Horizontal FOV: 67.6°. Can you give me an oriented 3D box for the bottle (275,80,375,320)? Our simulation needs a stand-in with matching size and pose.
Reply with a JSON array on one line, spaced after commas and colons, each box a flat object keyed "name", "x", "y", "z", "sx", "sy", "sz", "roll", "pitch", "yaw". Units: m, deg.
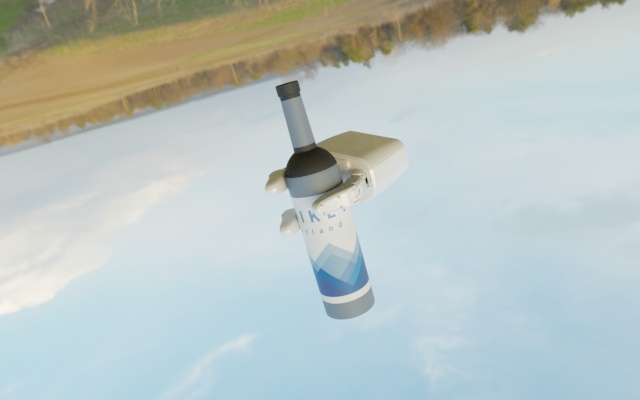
[{"name": "bottle", "x": 0.000, "y": 0.002, "z": 0.586, "sx": 0.069, "sy": 0.296, "sz": 0.069, "roll": -15, "pitch": 16, "yaw": 4}]
